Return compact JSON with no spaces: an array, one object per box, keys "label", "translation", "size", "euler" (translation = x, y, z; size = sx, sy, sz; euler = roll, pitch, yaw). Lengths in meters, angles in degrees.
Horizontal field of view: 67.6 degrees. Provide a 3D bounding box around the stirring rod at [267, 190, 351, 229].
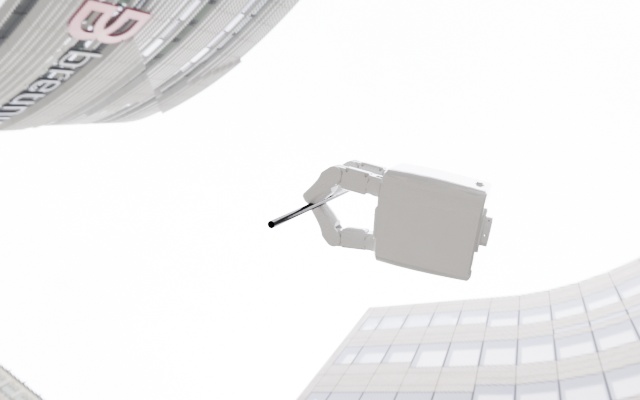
[{"label":"stirring rod","translation":[0.000,0.002,0.565],"size":[0.011,0.011,0.239],"euler":[0,10,24]}]
